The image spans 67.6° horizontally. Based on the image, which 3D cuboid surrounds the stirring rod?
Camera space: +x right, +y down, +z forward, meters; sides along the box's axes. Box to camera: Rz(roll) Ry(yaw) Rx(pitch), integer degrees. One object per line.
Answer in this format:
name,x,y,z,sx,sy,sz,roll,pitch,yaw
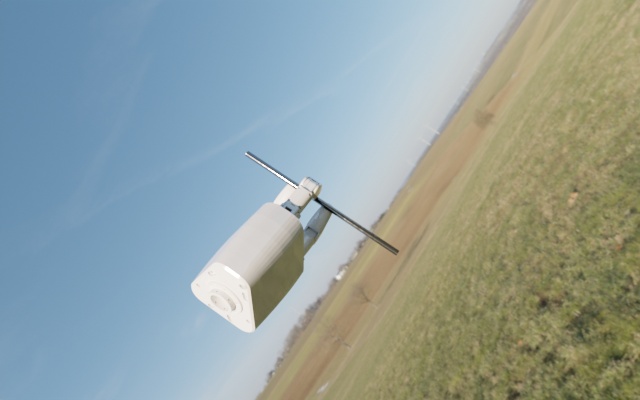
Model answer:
stirring rod,0.000,0.002,0.630,0.239,0.011,0.011,33,5,7
